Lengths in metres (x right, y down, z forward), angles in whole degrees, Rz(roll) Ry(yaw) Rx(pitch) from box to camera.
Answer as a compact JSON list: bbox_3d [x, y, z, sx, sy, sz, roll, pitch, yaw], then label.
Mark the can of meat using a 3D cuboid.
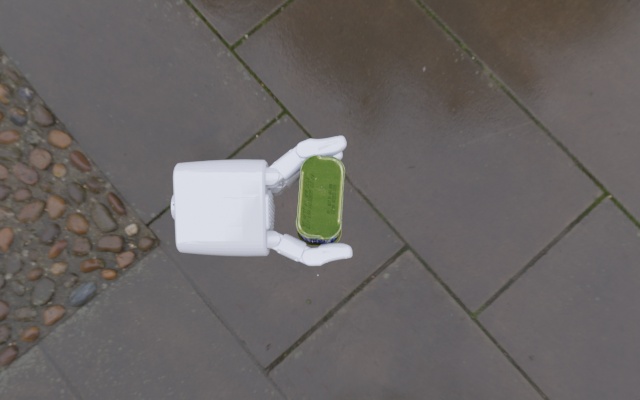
[{"bbox_3d":[0.000,0.002,0.574,0.057,0.102,0.084,4,-9,1],"label":"can of meat"}]
